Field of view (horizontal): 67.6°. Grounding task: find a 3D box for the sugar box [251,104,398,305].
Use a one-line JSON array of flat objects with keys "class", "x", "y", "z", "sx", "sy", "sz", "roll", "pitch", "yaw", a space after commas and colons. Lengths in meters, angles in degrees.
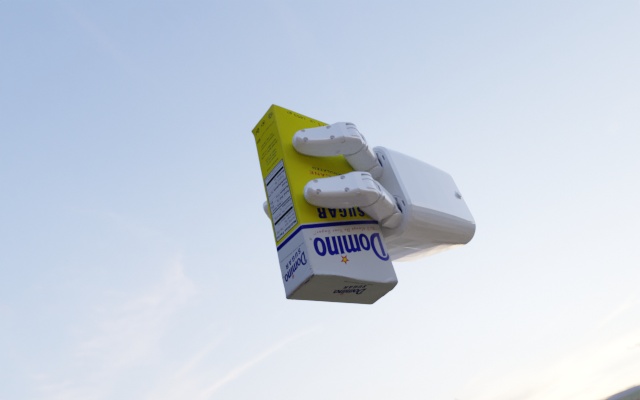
[{"class": "sugar box", "x": 0.000, "y": 0.001, "z": 0.420, "sx": 0.093, "sy": 0.176, "sz": 0.048, "roll": 12, "pitch": -44, "yaw": -37}]
